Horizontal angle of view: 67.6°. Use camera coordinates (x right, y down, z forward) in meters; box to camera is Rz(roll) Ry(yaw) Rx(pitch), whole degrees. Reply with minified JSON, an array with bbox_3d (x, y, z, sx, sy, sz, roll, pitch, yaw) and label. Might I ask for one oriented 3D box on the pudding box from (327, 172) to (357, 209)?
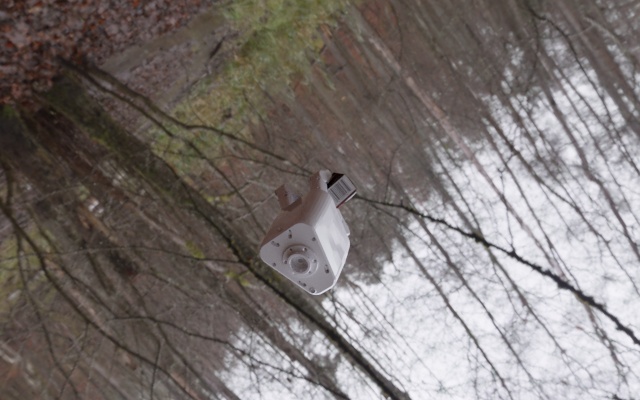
[{"bbox_3d":[0.000,0.003,0.791,0.113,0.039,0.090,-39,11,-4],"label":"pudding box"}]
